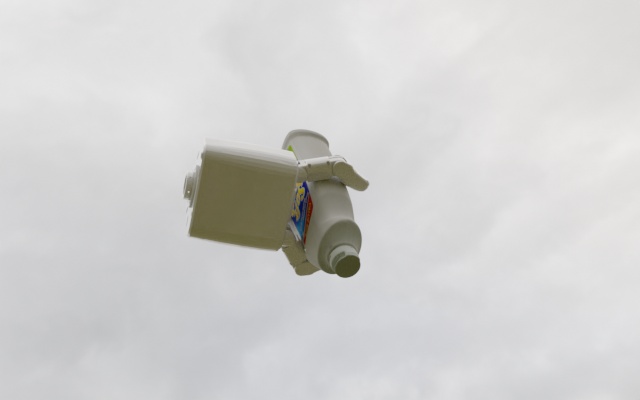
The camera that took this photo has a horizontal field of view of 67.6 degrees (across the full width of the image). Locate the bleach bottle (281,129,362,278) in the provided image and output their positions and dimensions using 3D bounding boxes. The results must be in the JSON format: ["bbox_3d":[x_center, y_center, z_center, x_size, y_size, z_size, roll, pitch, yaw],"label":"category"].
[{"bbox_3d":[0.000,0.002,0.591,0.068,0.103,0.250,10,25,-21],"label":"bleach bottle"}]
